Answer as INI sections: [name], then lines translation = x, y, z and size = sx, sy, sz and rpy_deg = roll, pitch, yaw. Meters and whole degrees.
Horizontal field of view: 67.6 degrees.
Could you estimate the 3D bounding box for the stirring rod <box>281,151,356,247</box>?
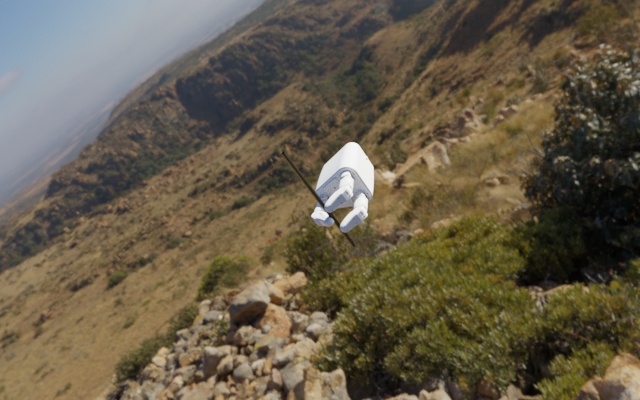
[stirring rod]
translation = 0.000, 0.003, 0.883
size = 0.011, 0.240, 0.011
rpy_deg = -29, 27, 17
